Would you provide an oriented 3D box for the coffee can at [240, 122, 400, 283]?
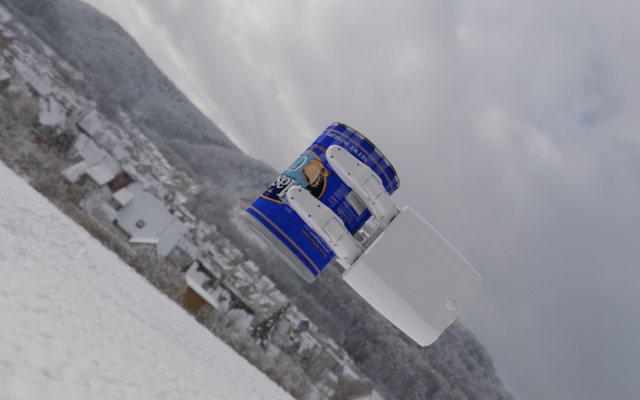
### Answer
[{"bbox_3d":[0.000,0.002,0.509,0.103,0.140,0.103,42,-11,10],"label":"coffee can"}]
